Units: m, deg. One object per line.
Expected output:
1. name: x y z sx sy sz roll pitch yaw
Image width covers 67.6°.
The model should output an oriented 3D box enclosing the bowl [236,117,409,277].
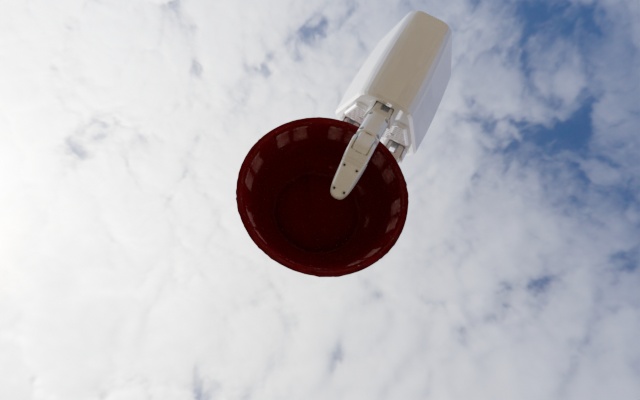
1. bowl: -0.001 0.003 0.465 0.162 0.162 0.055 0 -23 -8
